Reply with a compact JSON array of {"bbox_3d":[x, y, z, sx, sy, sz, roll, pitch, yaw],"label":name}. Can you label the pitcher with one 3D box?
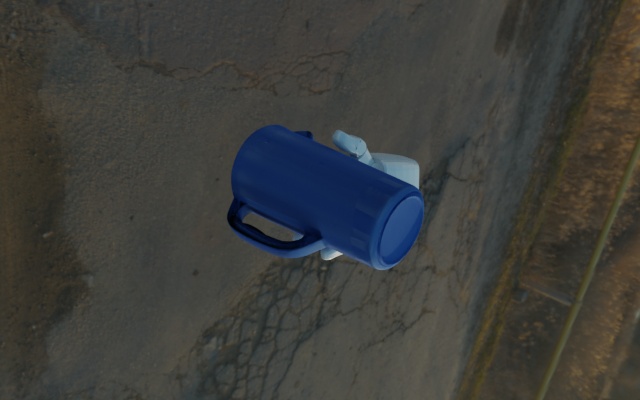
[{"bbox_3d":[0.000,0.002,0.621,0.242,0.149,0.145,25,18,36],"label":"pitcher"}]
